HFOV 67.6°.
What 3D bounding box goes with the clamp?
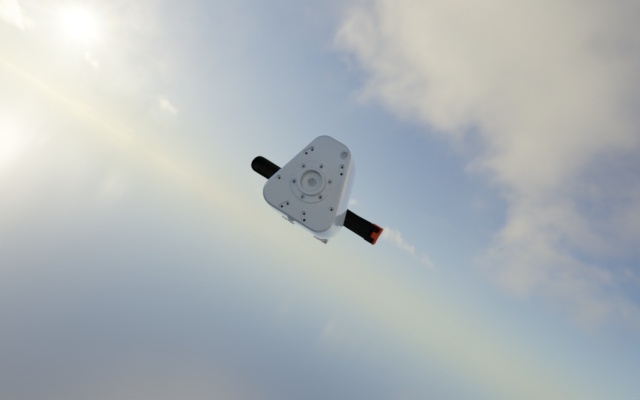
[{"bbox_3d":[0.001,0.002,0.741,0.210,0.036,0.164,31,0,8],"label":"clamp"}]
